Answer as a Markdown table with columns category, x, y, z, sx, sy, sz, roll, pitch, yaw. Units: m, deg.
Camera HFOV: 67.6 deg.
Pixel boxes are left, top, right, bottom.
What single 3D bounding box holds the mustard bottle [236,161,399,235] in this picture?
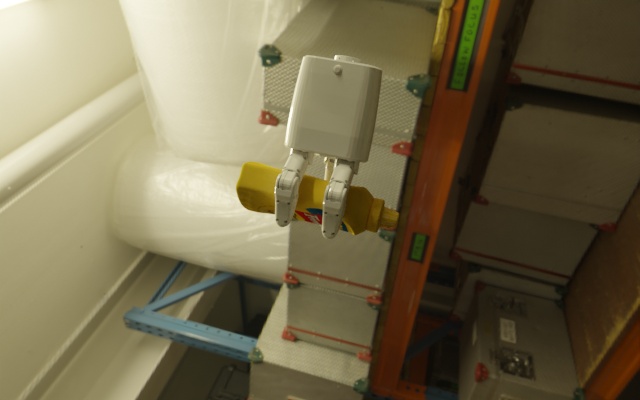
| category | x | y | z | sx | sy | sz | roll | pitch | yaw |
| --- | --- | --- | --- | --- | --- | --- | --- | --- | --- |
| mustard bottle | 0.000 | 0.002 | 0.582 | 0.191 | 0.058 | 0.096 | 13 | -15 | 11 |
